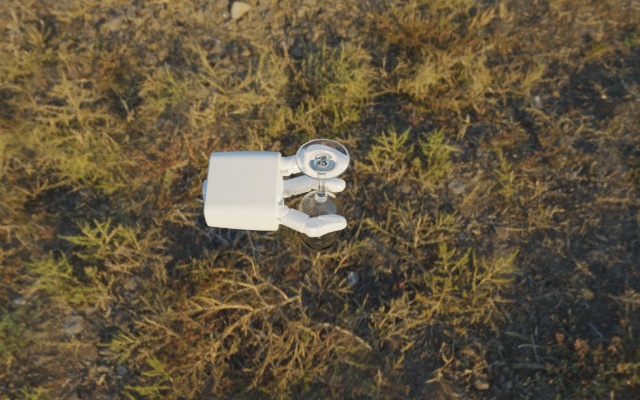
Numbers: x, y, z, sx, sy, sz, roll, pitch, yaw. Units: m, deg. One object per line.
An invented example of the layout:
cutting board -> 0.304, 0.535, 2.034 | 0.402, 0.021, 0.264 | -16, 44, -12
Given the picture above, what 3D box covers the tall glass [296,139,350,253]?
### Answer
tall glass -> 0.000, 0.002, 0.731 | 0.079, 0.079, 0.201 | 0, -37, -2
